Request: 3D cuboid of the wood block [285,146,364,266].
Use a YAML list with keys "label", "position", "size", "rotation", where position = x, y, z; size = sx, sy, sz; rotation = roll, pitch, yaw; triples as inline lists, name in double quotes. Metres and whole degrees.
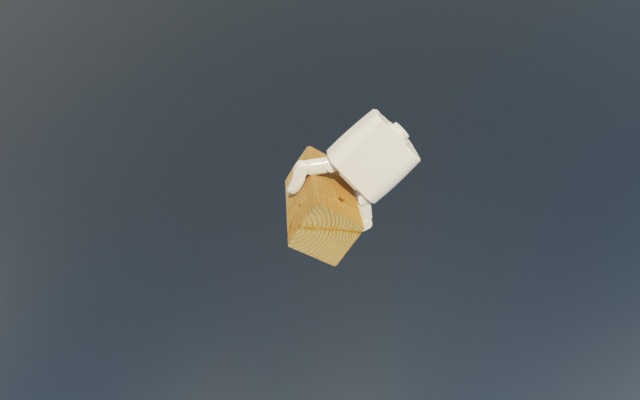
- label: "wood block"
  position: [0.000, 0.002, 0.821]
  size: [0.091, 0.090, 0.206]
  rotation: [26, 25, -20]
